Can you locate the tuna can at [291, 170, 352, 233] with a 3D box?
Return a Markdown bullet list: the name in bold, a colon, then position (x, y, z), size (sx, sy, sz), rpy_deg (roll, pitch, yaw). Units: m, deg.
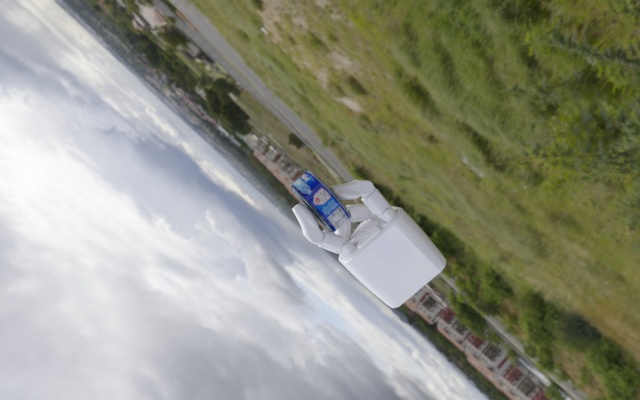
- **tuna can**: position (0.000, 0.002, 0.633), size (0.034, 0.086, 0.086), rpy_deg (-43, 4, -5)
